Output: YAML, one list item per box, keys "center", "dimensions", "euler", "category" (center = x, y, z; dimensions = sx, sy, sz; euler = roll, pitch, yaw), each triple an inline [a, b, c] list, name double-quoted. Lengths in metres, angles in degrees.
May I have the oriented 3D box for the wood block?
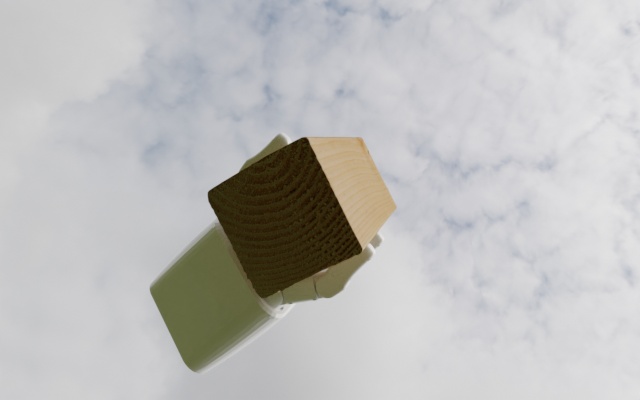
- center: [0.000, 0.001, 0.431]
  dimensions: [0.090, 0.091, 0.206]
  euler: [-28, 0, 17]
  category: "wood block"
